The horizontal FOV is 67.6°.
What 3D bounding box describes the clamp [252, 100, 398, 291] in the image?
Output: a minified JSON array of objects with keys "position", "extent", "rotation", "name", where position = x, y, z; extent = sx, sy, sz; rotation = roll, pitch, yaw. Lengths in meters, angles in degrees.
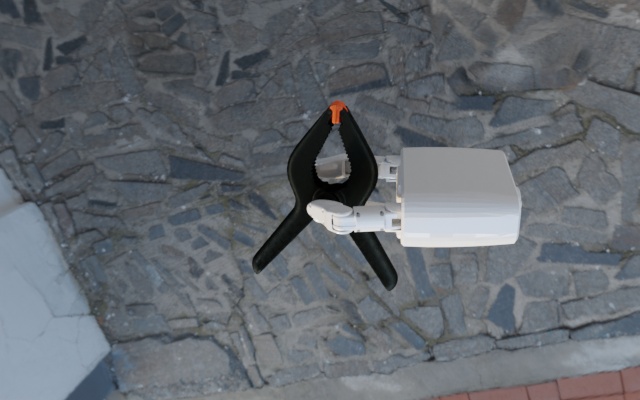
[{"position":[0.000,0.001,0.509],"extent":[0.164,0.210,0.036],"rotation":[0,21,7],"name":"clamp"}]
